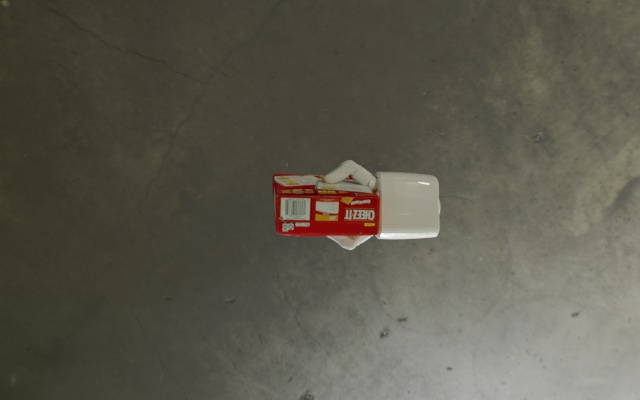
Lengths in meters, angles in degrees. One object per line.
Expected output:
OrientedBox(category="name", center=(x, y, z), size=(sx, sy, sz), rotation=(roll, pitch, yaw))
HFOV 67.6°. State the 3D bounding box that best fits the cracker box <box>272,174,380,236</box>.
OrientedBox(category="cracker box", center=(0.000, 0.003, 0.835), size=(0.164, 0.072, 0.213), rotation=(1, 11, -7))
